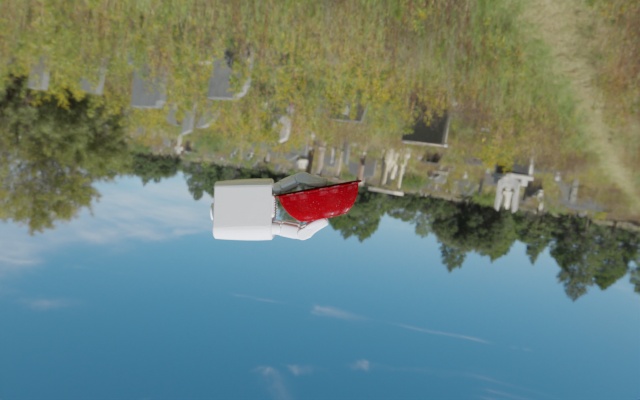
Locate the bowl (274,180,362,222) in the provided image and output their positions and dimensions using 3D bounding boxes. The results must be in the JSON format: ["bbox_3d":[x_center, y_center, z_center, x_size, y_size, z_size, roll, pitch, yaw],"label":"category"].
[{"bbox_3d":[0.001,0.003,0.868,0.162,0.055,0.162,-11,3,1],"label":"bowl"}]
